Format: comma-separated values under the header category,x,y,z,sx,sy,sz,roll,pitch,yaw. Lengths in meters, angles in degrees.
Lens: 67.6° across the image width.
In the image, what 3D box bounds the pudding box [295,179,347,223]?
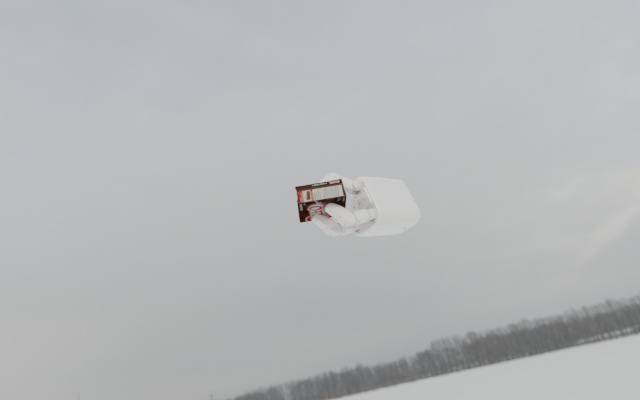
category,x,y,z,sx,sy,sz,roll,pitch,yaw
pudding box,0.000,0.003,0.895,0.090,0.039,0.113,-10,-22,-3
